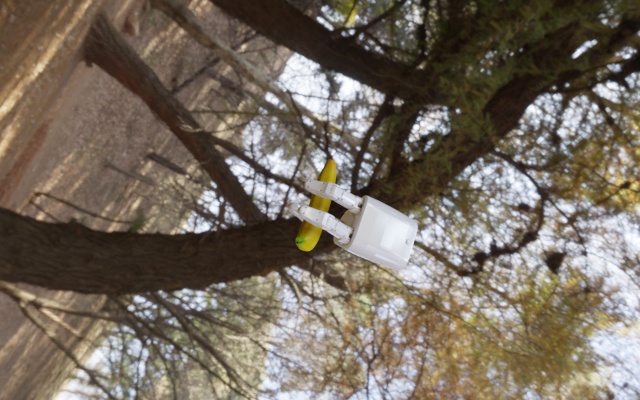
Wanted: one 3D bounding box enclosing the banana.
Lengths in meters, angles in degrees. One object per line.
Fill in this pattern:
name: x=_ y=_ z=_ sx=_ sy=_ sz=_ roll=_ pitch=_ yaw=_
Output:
banana: x=-0.005 y=0.016 z=0.812 sx=0.037 sy=0.197 sz=0.070 roll=19 pitch=-41 yaw=-1
